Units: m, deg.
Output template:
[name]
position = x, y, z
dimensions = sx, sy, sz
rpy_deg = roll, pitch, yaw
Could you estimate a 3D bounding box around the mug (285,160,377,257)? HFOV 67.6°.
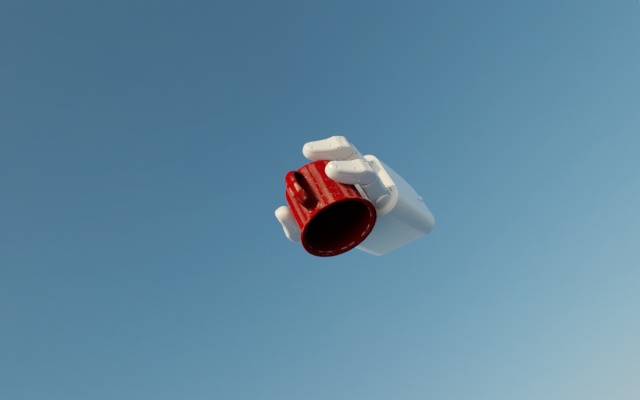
[mug]
position = -0.001, 0.001, 0.558
dimensions = 0.117, 0.093, 0.081
rpy_deg = 30, 22, -43
